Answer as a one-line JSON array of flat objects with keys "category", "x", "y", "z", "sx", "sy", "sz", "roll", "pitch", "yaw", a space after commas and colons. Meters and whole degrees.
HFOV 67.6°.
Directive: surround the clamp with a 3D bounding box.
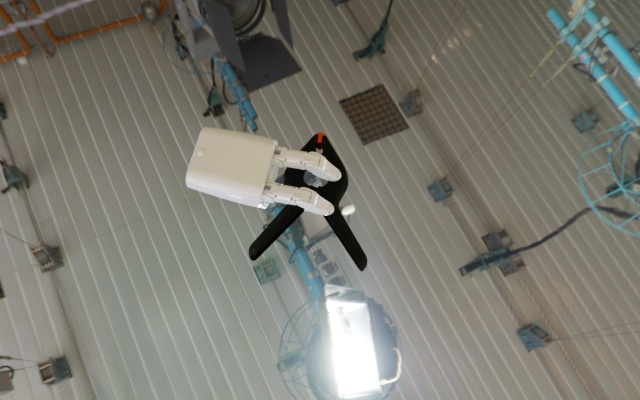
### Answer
[{"category": "clamp", "x": 0.000, "y": 0.002, "z": 0.692, "sx": 0.164, "sy": 0.210, "sz": 0.036, "roll": 12, "pitch": -20, "yaw": 2}]
